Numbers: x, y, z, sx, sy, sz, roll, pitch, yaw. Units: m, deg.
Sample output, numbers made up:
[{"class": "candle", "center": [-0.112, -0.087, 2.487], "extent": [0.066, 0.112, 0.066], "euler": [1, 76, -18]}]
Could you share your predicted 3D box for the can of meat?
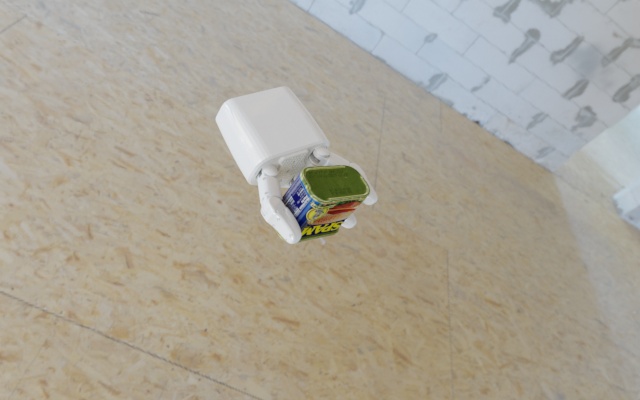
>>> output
[{"class": "can of meat", "center": [0.000, 0.002, 0.592], "extent": [0.102, 0.057, 0.084], "euler": [-7, -32, -42]}]
